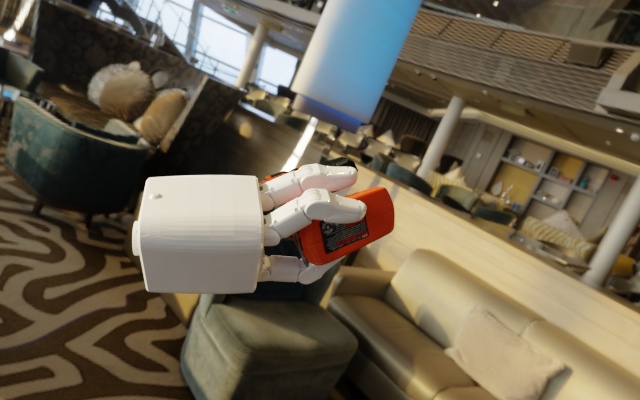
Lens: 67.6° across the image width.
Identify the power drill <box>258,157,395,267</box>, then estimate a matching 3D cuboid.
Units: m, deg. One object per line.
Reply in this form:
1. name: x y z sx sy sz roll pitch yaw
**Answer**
1. power drill: 0.000 0.002 0.546 0.184 0.057 0.187 -24 21 -22
